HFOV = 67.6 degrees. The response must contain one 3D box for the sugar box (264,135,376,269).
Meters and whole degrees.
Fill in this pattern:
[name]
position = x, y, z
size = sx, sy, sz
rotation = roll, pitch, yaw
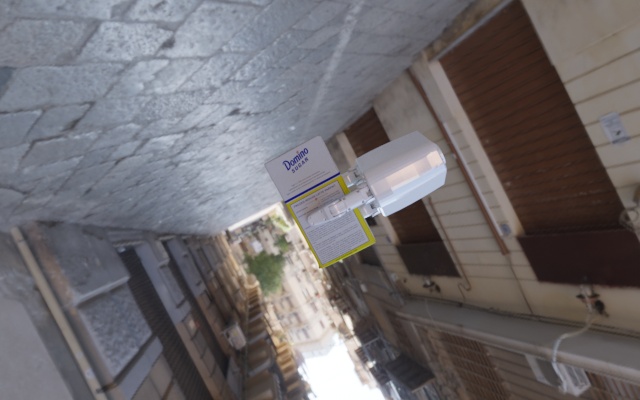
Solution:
[sugar box]
position = 0.000, 0.002, 0.703
size = 0.093, 0.176, 0.048
rotation = -27, 1, 5
